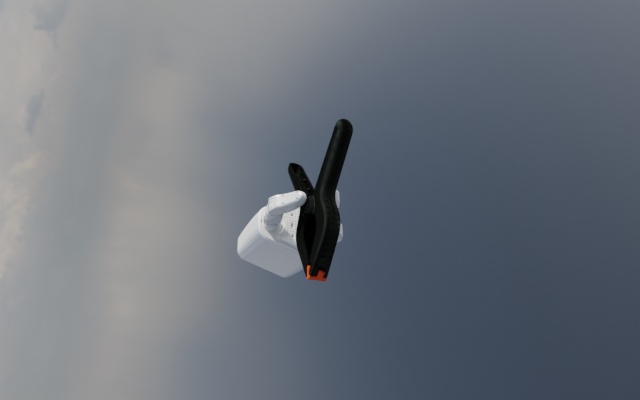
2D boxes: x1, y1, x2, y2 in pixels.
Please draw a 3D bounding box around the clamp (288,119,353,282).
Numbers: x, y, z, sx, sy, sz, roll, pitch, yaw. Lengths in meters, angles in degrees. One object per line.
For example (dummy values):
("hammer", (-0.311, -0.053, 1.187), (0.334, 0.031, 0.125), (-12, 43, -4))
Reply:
("clamp", (-0.001, 0.003, 0.651), (0.036, 0.209, 0.165), (11, -31, -26))
